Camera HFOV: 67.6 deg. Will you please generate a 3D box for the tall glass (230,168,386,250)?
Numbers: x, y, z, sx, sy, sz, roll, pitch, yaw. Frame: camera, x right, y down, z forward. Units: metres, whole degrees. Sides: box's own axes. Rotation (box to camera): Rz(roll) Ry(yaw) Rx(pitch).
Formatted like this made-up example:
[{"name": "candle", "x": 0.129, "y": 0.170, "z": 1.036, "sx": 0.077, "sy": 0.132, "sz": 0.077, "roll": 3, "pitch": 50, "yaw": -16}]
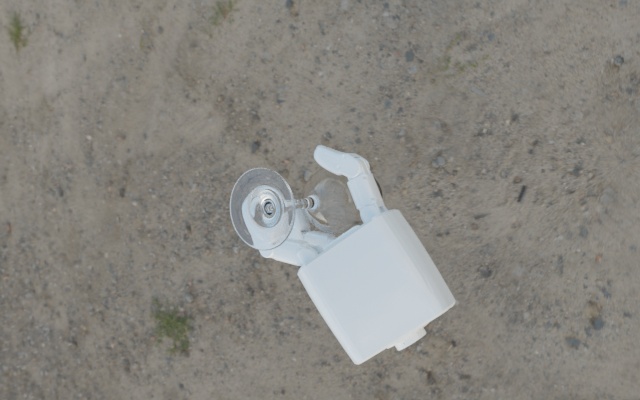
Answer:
[{"name": "tall glass", "x": 0.000, "y": 0.002, "z": 0.508, "sx": 0.079, "sy": 0.079, "sz": 0.201, "roll": 0, "pitch": 4, "yaw": 32}]
